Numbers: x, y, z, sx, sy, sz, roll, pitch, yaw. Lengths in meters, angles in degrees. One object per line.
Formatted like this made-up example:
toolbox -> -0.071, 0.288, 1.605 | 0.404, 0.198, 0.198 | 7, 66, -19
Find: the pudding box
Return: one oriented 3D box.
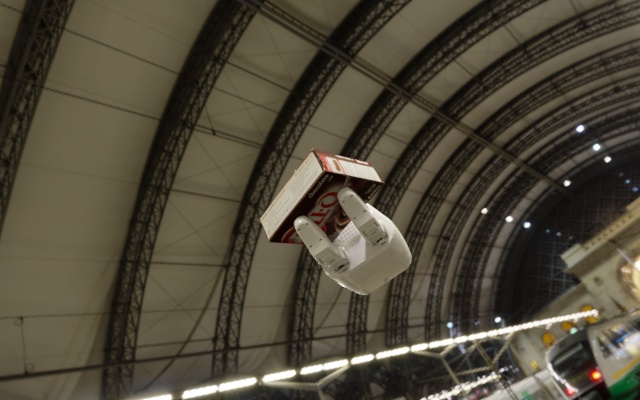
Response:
pudding box -> 0.000, 0.002, 0.521 | 0.090, 0.039, 0.113 | 8, -50, -42
